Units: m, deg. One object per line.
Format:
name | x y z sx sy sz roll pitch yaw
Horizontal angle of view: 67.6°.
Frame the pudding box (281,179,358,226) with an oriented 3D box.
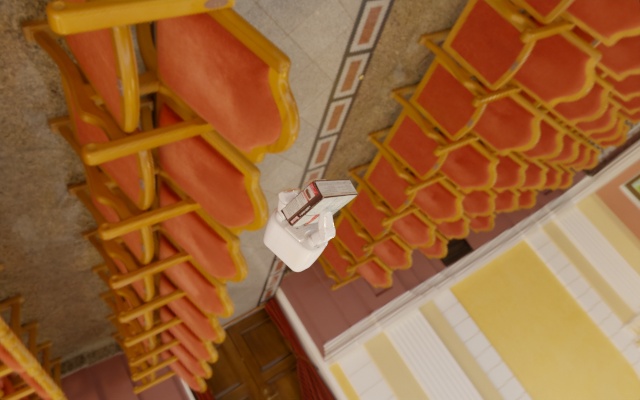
pudding box | 0.000 0.003 0.831 0.090 0.039 0.113 -42 -18 30
